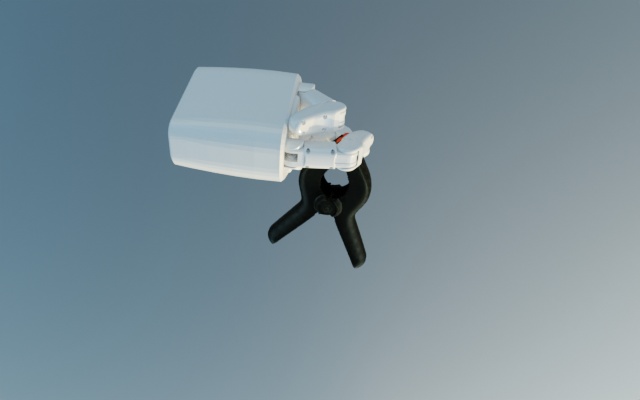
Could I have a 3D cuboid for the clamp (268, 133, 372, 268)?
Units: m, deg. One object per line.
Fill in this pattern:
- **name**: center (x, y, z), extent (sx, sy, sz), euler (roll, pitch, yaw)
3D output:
- **clamp**: center (0.000, 0.002, 0.533), extent (0.120, 0.172, 0.039), euler (6, 34, 2)
